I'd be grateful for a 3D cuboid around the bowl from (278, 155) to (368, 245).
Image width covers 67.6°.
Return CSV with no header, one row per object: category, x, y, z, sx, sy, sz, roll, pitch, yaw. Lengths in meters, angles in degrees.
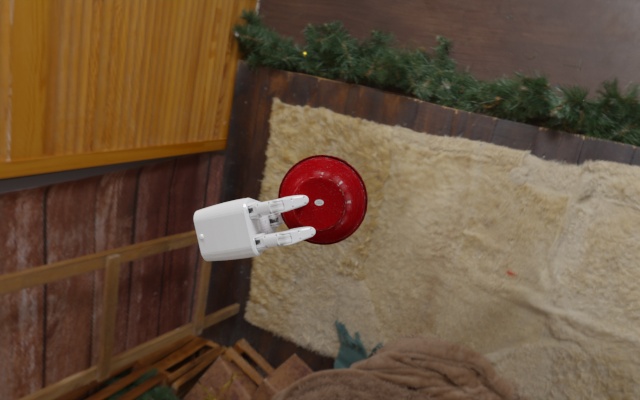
bowl,0.001,0.002,0.822,0.162,0.162,0.055,0,7,7
